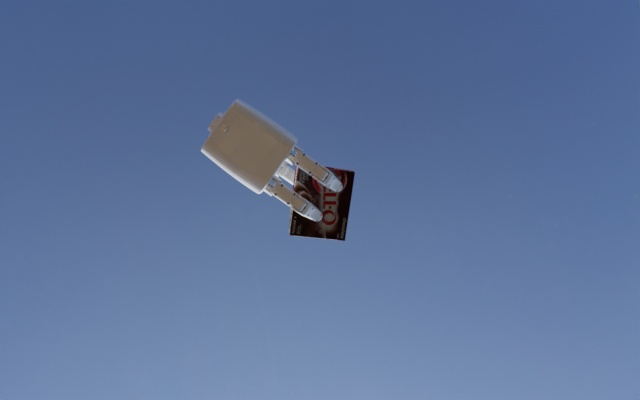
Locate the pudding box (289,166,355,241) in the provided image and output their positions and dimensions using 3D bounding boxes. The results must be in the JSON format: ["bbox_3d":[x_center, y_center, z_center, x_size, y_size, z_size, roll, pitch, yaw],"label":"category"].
[{"bbox_3d":[0.000,0.002,0.749,0.090,0.113,0.039,7,7,-11],"label":"pudding box"}]
